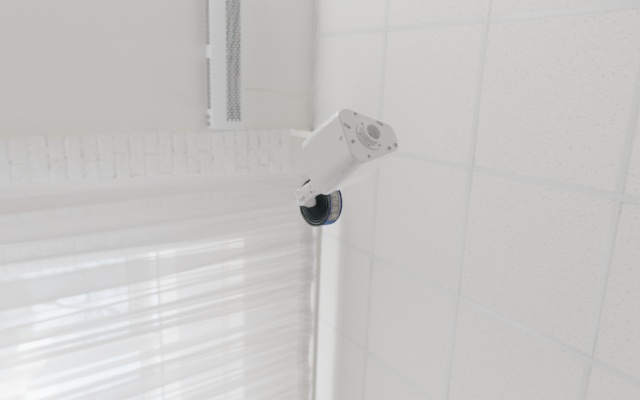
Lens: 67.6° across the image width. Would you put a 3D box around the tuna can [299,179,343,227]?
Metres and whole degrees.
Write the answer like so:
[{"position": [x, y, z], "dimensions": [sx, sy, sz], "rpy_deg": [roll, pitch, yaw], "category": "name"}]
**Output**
[{"position": [0.001, 0.003, 0.850], "dimensions": [0.034, 0.086, 0.086], "rpy_deg": [-5, 3, -39], "category": "tuna can"}]
